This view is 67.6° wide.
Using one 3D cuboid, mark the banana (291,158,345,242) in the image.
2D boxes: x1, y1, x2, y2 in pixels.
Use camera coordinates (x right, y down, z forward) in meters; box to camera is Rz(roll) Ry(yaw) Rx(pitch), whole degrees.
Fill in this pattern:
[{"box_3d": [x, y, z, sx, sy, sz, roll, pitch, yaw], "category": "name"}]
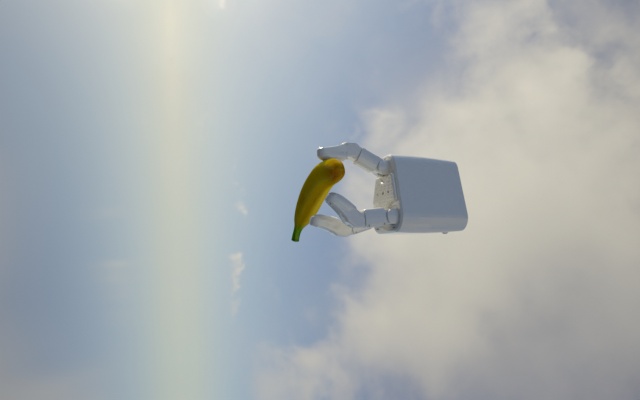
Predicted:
[{"box_3d": [-0.002, -0.012, 0.678, 0.037, 0.069, 0.198, 6, -33, -16], "category": "banana"}]
